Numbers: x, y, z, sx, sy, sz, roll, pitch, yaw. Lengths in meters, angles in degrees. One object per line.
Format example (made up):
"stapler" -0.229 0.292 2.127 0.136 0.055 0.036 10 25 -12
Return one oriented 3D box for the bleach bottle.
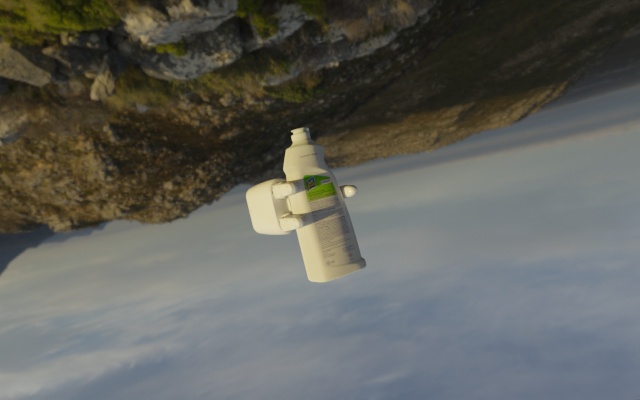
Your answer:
"bleach bottle" 0.000 0.003 0.799 0.102 0.251 0.068 -14 3 -33
